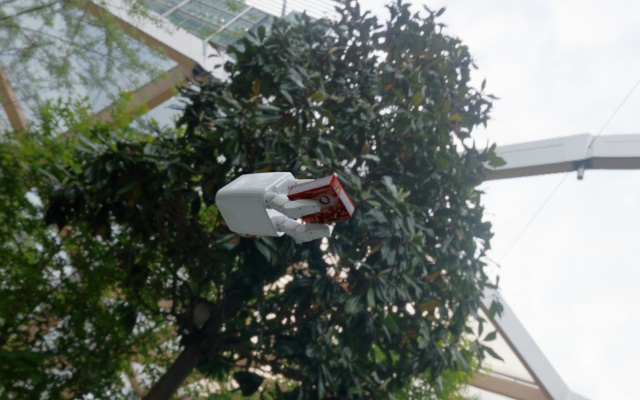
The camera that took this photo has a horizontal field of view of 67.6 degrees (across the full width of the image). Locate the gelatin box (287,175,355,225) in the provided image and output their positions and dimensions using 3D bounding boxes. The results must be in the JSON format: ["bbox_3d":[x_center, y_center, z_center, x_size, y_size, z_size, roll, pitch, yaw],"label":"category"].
[{"bbox_3d":[0.001,0.002,0.781,0.089,0.073,0.030,-14,34,31],"label":"gelatin box"}]
